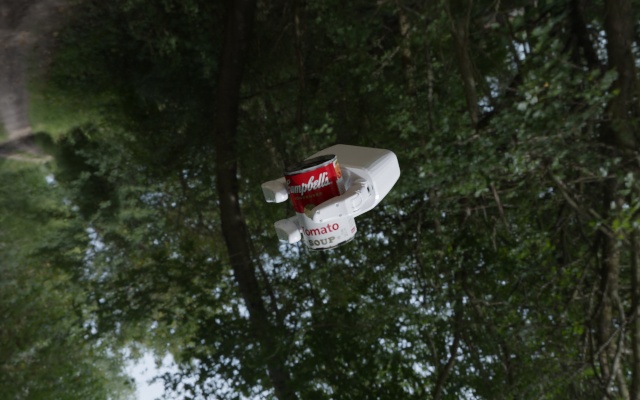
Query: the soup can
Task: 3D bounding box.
[{"bbox_3d":[0.000,0.002,0.588,0.068,0.102,0.068,-15,14,4],"label":"soup can"}]
